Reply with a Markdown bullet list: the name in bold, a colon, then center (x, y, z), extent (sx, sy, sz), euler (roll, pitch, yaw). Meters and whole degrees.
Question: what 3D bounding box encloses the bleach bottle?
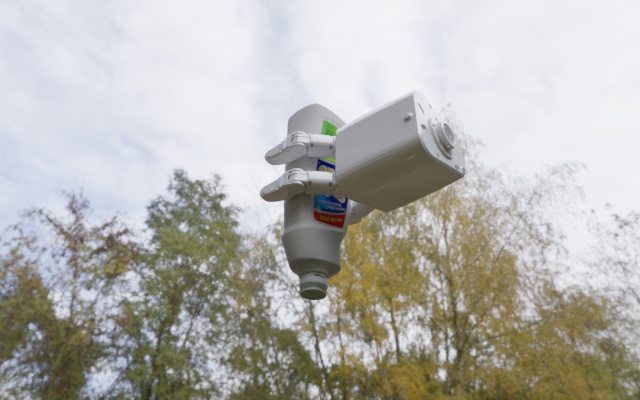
- **bleach bottle**: center (0.000, 0.002, 0.582), extent (0.068, 0.250, 0.103), euler (-25, -43, 32)
